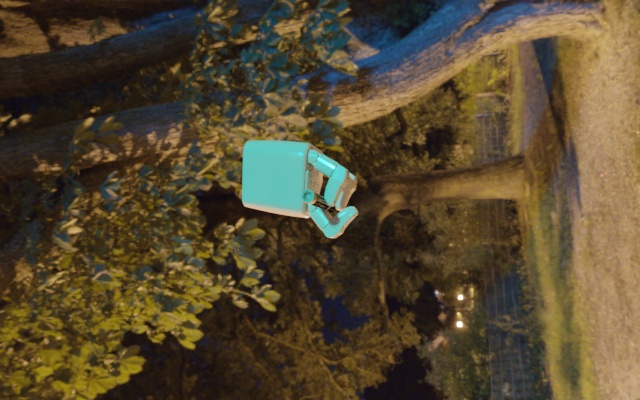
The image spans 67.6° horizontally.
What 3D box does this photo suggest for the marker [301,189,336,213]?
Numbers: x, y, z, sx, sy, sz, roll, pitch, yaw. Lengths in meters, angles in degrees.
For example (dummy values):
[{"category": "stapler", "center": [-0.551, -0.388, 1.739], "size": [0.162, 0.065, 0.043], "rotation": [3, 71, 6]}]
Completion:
[{"category": "marker", "center": [0.000, 0.002, 0.700], "size": [0.020, 0.020, 0.121], "rotation": [0, -8, 17]}]
